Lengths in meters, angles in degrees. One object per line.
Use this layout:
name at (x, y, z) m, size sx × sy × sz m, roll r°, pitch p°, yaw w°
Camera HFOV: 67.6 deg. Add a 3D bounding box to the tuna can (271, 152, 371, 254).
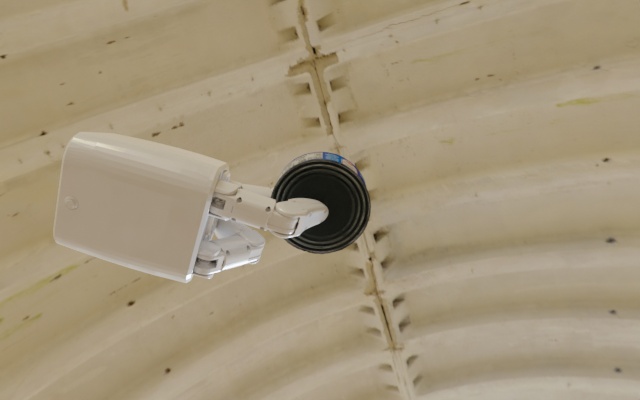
tuna can at (0.000, 0.001, 0.419) m, size 0.086 × 0.086 × 0.033 m, roll 0°, pitch 20°, yaw 1°
